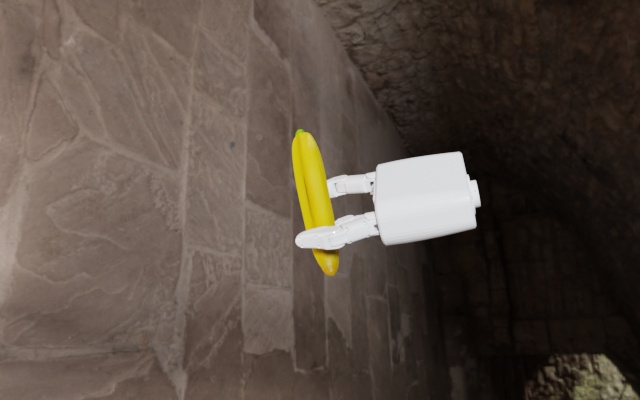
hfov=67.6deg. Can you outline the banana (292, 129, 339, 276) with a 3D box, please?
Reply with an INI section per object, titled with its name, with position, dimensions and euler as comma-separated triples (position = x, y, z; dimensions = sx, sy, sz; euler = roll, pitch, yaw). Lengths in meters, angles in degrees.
[banana]
position = -0.005, -0.003, 0.596
dimensions = 0.037, 0.198, 0.069
euler = -12, -7, 11
